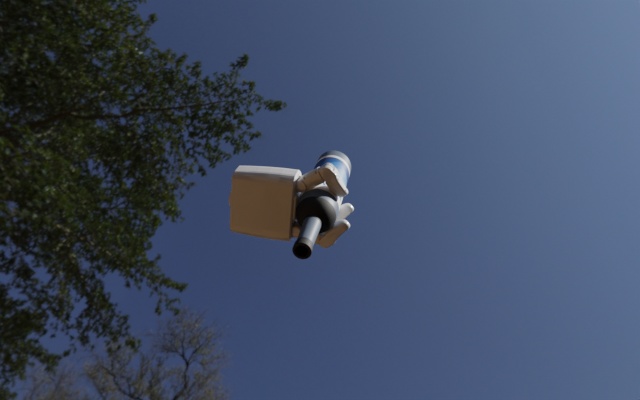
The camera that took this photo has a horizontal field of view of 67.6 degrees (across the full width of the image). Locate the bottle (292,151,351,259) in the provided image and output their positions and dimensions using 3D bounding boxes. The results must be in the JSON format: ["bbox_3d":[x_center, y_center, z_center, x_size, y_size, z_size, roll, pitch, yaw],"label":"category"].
[{"bbox_3d":[0.000,0.002,0.786,0.069,0.069,0.295,0,27,11],"label":"bottle"}]
